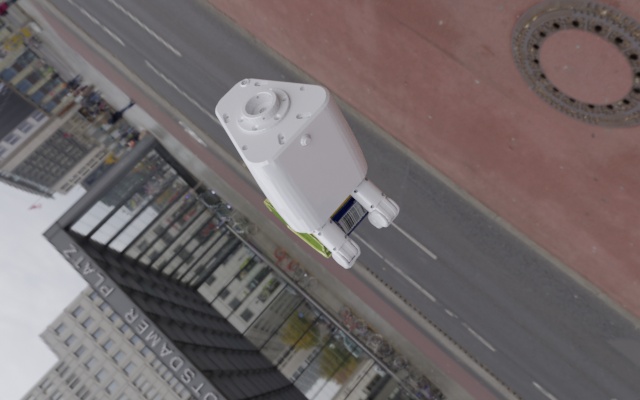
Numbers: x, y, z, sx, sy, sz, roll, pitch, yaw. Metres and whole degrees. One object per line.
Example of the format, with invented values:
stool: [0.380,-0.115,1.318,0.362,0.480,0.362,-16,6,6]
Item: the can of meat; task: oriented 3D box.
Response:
can of meat: [0.000,0.002,0.526,0.102,0.084,0.057,35,-14,35]
